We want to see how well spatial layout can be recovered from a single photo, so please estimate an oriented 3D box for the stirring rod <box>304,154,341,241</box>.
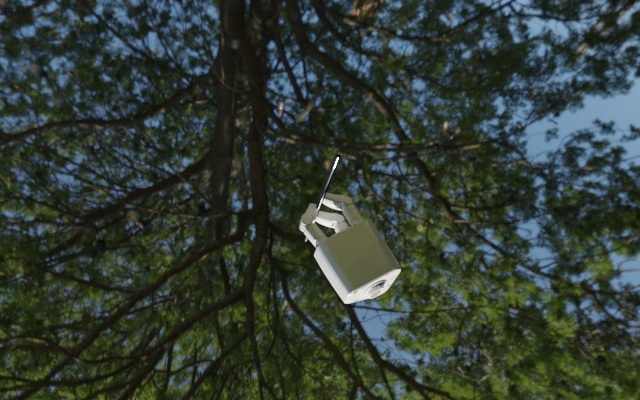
[{"bbox_3d":[0.000,0.003,0.872,0.011,0.011,0.240,0,-39,-18],"label":"stirring rod"}]
